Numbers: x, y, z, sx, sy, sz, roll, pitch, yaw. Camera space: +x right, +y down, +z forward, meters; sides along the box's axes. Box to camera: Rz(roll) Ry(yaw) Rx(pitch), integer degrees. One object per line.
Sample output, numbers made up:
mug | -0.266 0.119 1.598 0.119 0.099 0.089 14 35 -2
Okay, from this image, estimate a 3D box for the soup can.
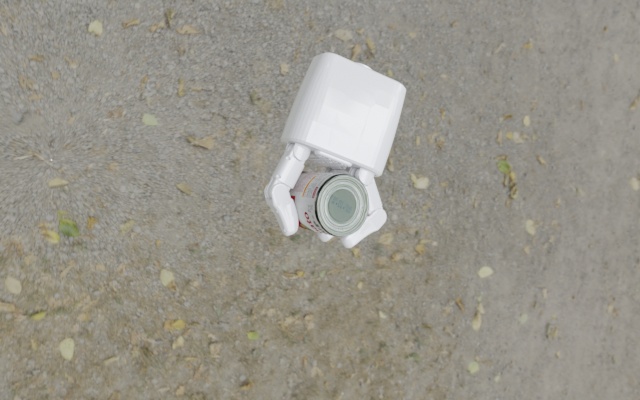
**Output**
soup can | 0.000 0.002 0.537 0.068 0.068 0.102 0 4 -29
